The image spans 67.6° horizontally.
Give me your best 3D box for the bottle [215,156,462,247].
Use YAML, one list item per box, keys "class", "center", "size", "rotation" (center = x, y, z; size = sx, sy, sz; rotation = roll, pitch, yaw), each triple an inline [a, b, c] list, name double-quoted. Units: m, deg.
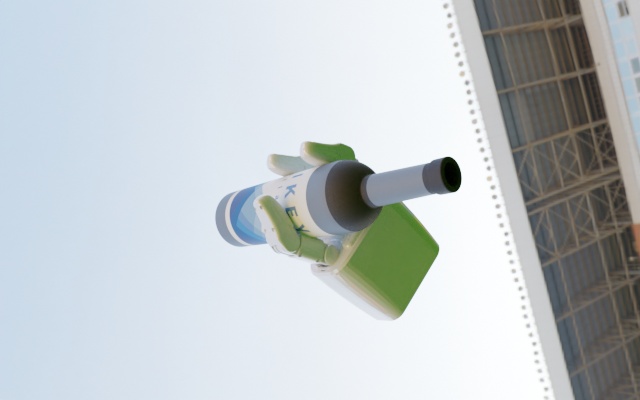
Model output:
- class: "bottle"
  center: [0.000, 0.001, 0.457]
  size: [0.069, 0.069, 0.296]
  rotation: [0, -8, -41]
